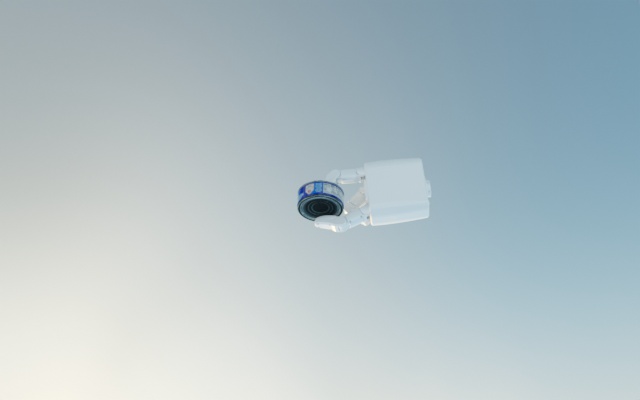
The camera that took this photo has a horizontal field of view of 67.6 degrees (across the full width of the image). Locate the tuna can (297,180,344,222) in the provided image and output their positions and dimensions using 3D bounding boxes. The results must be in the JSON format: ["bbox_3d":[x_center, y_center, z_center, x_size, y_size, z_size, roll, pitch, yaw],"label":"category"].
[{"bbox_3d":[0.000,0.003,0.864,0.086,0.033,0.086,1,-37,1],"label":"tuna can"}]
